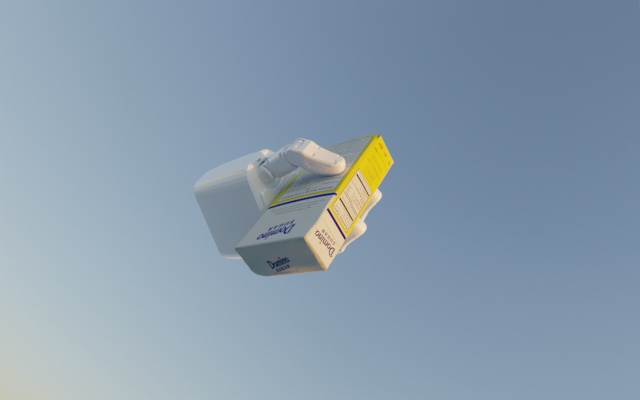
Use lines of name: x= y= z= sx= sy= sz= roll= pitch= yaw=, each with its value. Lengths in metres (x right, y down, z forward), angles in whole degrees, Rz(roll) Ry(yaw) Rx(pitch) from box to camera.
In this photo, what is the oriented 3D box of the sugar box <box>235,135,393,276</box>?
sugar box: x=0.000 y=0.002 z=0.486 sx=0.093 sy=0.048 sz=0.176 roll=-12 pitch=32 yaw=40
